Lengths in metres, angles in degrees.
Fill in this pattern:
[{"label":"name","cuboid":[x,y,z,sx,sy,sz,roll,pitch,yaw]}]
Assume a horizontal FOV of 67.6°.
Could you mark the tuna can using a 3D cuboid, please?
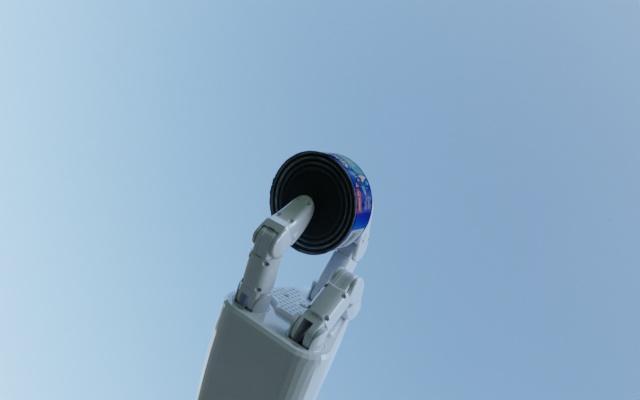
[{"label":"tuna can","cuboid":[0.000,0.001,0.404,0.086,0.086,0.034,0,3,33]}]
